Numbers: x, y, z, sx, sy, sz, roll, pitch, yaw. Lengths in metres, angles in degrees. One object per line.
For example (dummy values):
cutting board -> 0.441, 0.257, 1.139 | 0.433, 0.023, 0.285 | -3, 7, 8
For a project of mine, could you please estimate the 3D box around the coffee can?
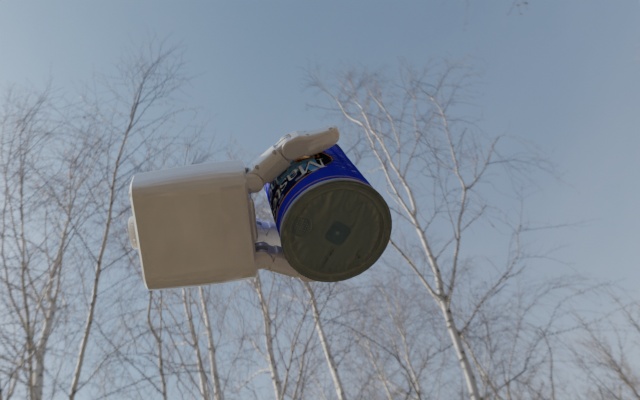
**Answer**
coffee can -> 0.000, 0.002, 0.484 | 0.103, 0.103, 0.140 | 0, 24, -14
